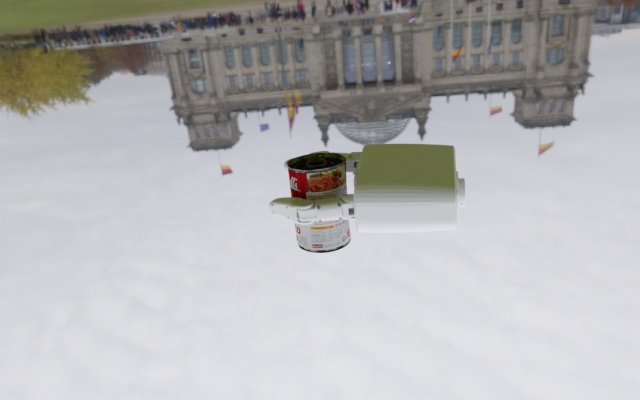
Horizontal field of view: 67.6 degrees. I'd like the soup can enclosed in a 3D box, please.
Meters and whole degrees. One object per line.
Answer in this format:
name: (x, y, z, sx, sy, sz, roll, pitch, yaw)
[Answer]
soup can: (0.000, 0.002, 0.561, 0.068, 0.102, 0.068, -5, 21, 2)
